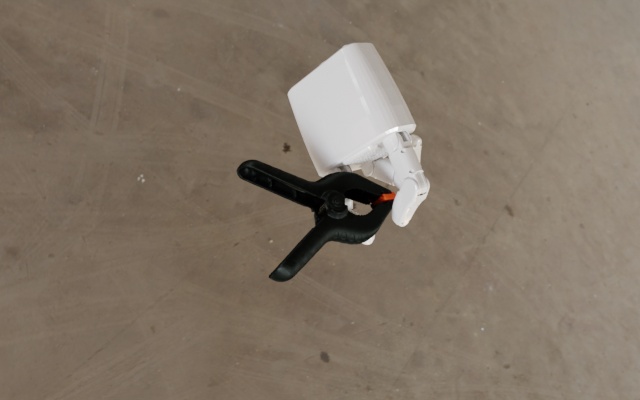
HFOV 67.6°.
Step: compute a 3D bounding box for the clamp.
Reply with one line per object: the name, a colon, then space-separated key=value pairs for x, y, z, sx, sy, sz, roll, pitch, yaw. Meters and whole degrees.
clamp: x=0.001 y=0.001 z=0.476 sx=0.171 sy=0.120 sz=0.039 roll=-16 pitch=-11 yaw=-38
